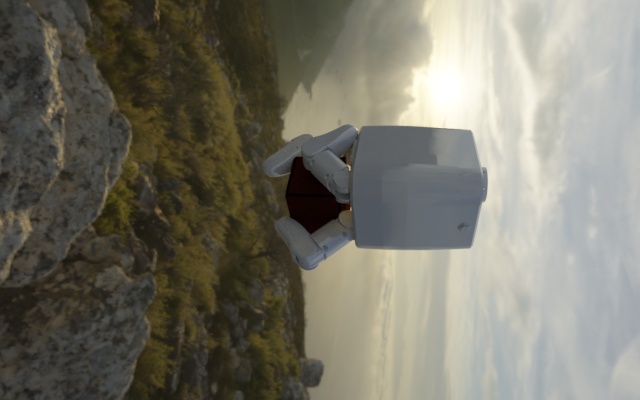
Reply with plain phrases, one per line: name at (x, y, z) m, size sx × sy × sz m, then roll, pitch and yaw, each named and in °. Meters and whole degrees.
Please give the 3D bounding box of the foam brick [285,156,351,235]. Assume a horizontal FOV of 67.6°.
foam brick at (0.000, 0.002, 0.472) m, size 0.051 × 0.053 × 0.078 m, roll 2°, pitch -39°, yaw 10°
